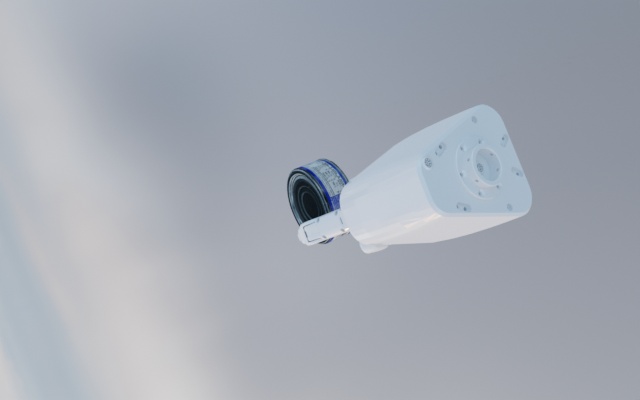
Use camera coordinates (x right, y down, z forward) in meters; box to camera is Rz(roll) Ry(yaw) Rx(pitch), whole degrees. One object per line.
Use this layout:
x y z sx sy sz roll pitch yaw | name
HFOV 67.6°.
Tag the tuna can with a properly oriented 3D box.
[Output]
0.000 0.002 0.500 0.033 0.086 0.086 -22 11 -28 | tuna can
